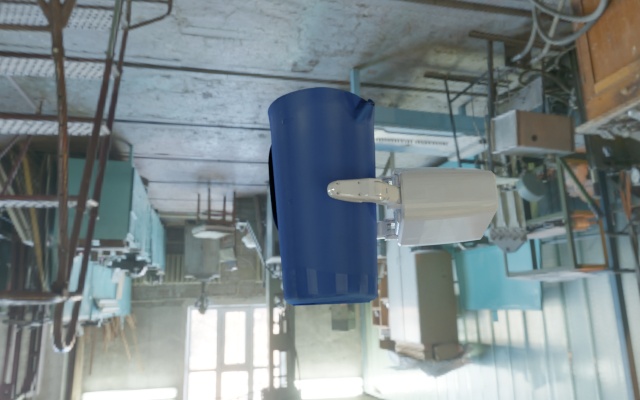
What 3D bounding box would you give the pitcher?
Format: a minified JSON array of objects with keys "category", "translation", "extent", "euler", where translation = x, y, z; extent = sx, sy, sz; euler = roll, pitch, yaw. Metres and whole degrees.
[{"category":"pitcher","translation":[0.000,0.002,0.577],"extent":[0.145,0.242,0.149],"euler":[-3,-13,3]}]
